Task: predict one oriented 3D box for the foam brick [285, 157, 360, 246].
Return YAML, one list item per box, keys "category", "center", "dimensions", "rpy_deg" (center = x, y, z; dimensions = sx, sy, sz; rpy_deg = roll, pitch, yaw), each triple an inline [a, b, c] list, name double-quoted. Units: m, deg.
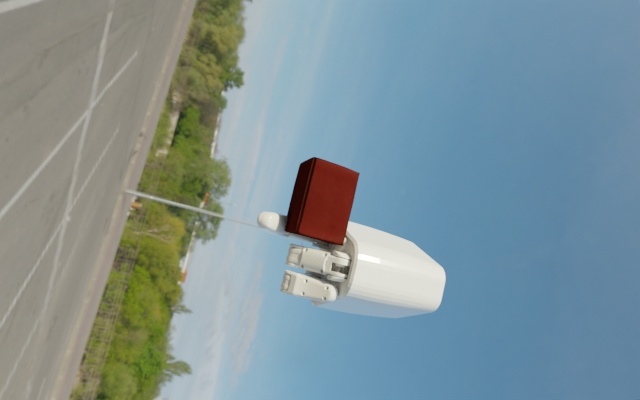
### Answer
- category: "foam brick"
  center: [0.000, 0.001, 0.491]
  dimensions: [0.051, 0.078, 0.053]
  rpy_deg: [15, -6, -17]
